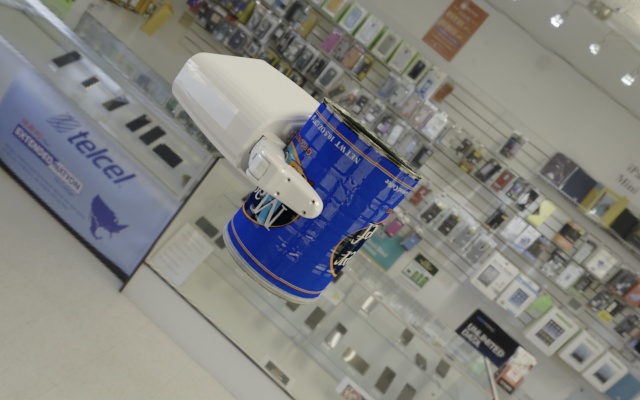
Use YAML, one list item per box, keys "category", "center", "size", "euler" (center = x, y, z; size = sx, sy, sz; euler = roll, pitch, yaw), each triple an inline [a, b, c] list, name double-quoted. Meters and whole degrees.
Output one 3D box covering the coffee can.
- category: "coffee can"
  center: [0.000, 0.002, 0.401]
  size: [0.103, 0.140, 0.102]
  euler: [37, 14, -10]
